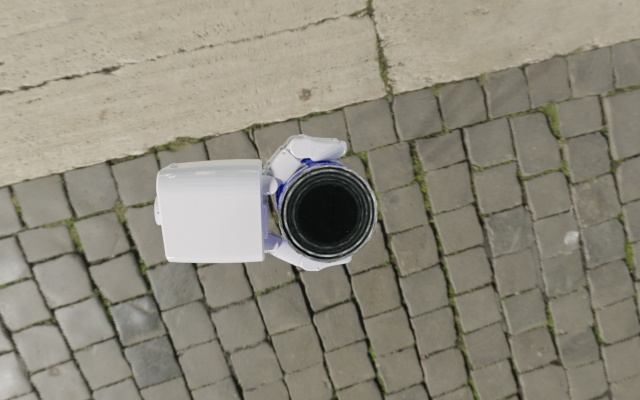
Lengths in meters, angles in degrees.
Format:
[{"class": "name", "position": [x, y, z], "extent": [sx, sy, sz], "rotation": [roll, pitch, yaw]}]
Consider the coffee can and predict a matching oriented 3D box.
[{"class": "coffee can", "position": [0.000, 0.002, 0.549], "extent": [0.103, 0.103, 0.140], "rotation": [0, 10, -7]}]
